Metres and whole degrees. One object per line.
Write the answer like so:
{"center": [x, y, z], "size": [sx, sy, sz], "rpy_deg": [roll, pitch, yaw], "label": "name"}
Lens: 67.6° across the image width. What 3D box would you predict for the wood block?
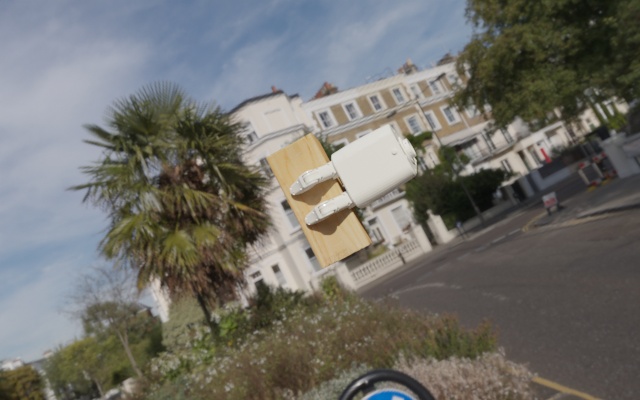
{"center": [0.000, 0.002, 0.818], "size": [0.090, 0.206, 0.091], "rpy_deg": [-28, -7, 7], "label": "wood block"}
